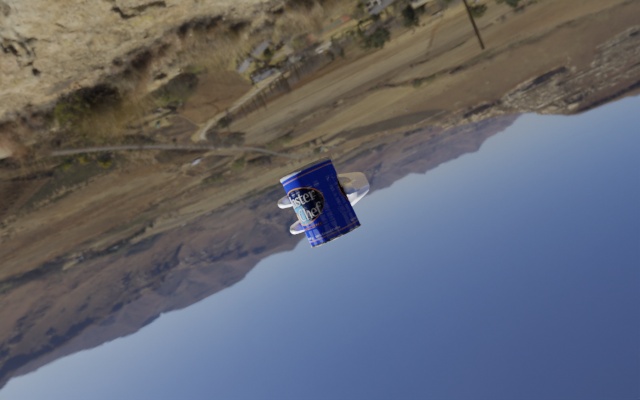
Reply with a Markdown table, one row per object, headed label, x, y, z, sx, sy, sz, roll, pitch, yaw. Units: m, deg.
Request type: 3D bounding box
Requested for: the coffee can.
| label | x | y | z | sx | sy | sz | roll | pitch | yaw |
| --- | --- | --- | --- | --- | --- | --- | --- | --- | --- |
| coffee can | 0.000 | 0.003 | 0.887 | 0.103 | 0.140 | 0.103 | -25 | 0 | 0 |
